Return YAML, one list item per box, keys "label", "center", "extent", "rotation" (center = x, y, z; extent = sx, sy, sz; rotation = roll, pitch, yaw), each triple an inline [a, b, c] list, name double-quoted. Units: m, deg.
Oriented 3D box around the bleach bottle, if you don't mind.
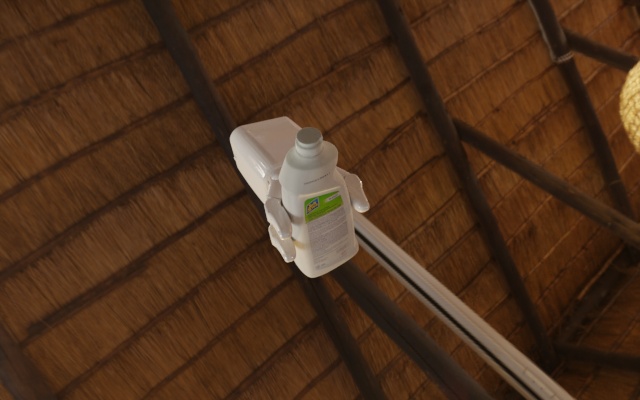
- label: "bleach bottle"
  center: [0.000, 0.002, 0.634]
  extent: [0.102, 0.251, 0.068]
  rotation: [-30, 55, -19]
